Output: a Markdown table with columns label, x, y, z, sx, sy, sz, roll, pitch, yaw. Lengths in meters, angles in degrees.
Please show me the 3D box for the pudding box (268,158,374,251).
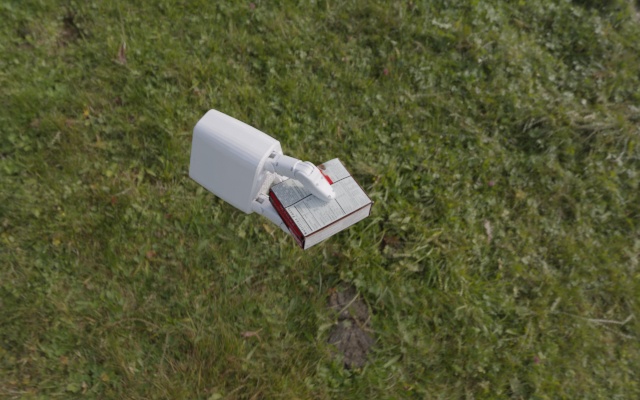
| label | x | y | z | sx | sy | sz | roll | pitch | yaw |
| --- | --- | --- | --- | --- | --- | --- | --- | --- | --- |
| pudding box | 0.000 | 0.002 | 0.637 | 0.113 | 0.090 | 0.039 | -27 | -25 | -20 |
